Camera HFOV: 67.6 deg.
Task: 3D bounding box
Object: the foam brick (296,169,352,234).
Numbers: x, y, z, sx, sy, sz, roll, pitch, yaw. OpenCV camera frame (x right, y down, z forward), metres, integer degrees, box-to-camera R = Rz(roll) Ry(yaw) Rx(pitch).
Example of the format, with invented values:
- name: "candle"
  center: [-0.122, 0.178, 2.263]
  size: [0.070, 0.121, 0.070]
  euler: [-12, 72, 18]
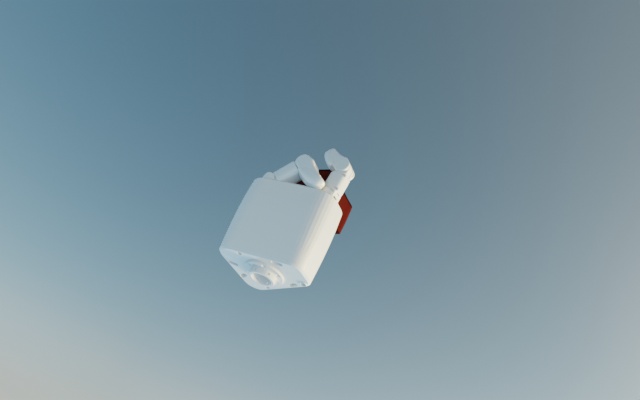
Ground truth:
- name: "foam brick"
  center: [0.000, 0.002, 0.645]
  size: [0.053, 0.051, 0.078]
  euler: [2, -40, 31]
